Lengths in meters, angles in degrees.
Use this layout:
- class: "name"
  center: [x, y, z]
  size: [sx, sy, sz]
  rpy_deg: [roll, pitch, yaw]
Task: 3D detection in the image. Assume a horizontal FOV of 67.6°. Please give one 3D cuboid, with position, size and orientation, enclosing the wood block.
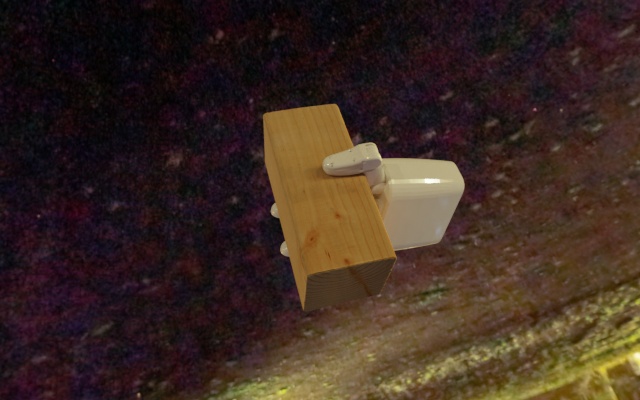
- class: "wood block"
  center: [0.001, 0.002, 0.528]
  size: [0.090, 0.206, 0.091]
  rpy_deg: [-10, -33, -13]
